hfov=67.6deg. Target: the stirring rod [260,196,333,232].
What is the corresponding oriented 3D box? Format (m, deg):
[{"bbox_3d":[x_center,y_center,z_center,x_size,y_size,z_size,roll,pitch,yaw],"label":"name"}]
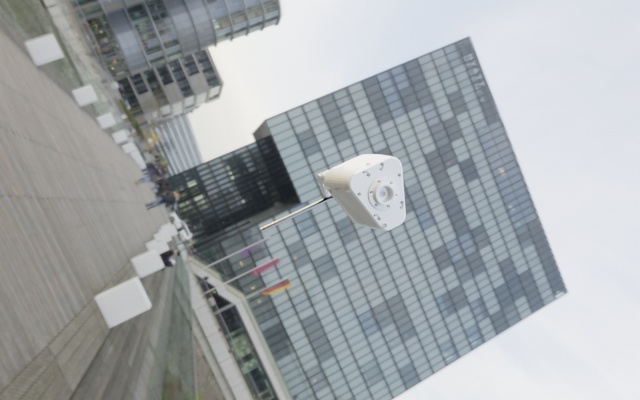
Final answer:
[{"bbox_3d":[0.000,0.003,0.871,0.239,0.011,0.011,-25,7,-14],"label":"stirring rod"}]
